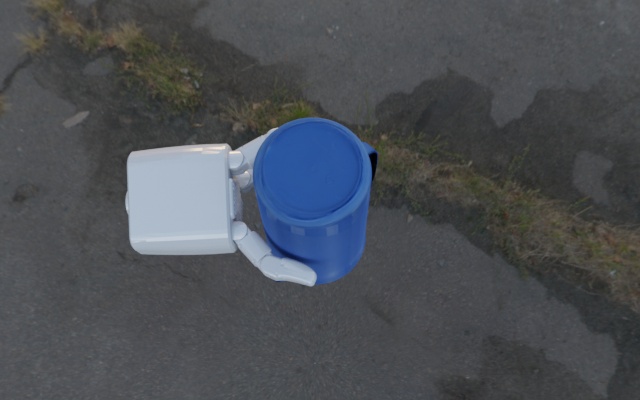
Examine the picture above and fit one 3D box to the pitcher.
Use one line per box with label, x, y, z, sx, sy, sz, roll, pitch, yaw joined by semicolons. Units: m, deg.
pitcher;0.000;0.002;0.537;0.145;0.149;0.243;-1;-19;0
